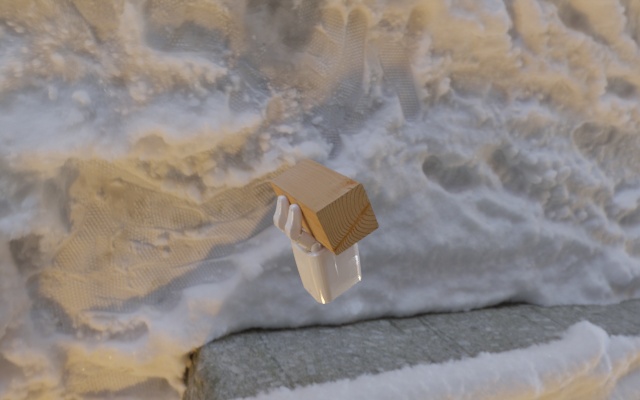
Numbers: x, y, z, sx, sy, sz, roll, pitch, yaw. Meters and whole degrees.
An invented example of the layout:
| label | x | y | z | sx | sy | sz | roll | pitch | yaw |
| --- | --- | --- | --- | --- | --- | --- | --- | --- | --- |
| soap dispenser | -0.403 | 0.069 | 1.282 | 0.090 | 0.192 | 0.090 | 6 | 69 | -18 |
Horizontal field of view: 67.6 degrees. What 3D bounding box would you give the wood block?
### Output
| label | x | y | z | sx | sy | sz | roll | pitch | yaw |
| --- | --- | --- | --- | --- | --- | --- | --- | --- | --- |
| wood block | 0.001 | 0.003 | 0.838 | 0.091 | 0.090 | 0.206 | -32 | 28 | -15 |
